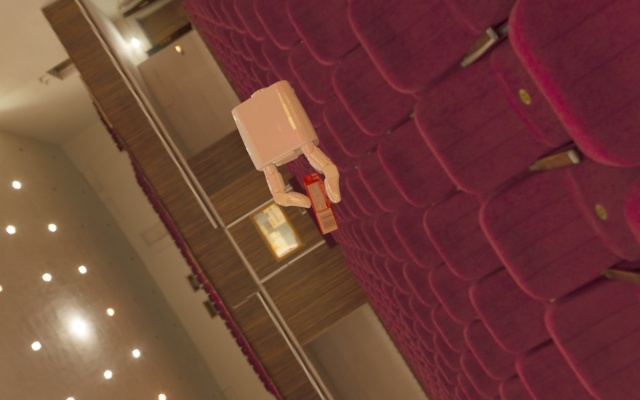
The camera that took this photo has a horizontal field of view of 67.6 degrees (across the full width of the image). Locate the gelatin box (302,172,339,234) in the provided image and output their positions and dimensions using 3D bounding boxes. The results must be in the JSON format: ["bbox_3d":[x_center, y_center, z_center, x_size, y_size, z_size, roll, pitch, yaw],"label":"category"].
[{"bbox_3d":[0.000,0.003,0.781,0.030,0.089,0.073,-20,12,-1],"label":"gelatin box"}]
